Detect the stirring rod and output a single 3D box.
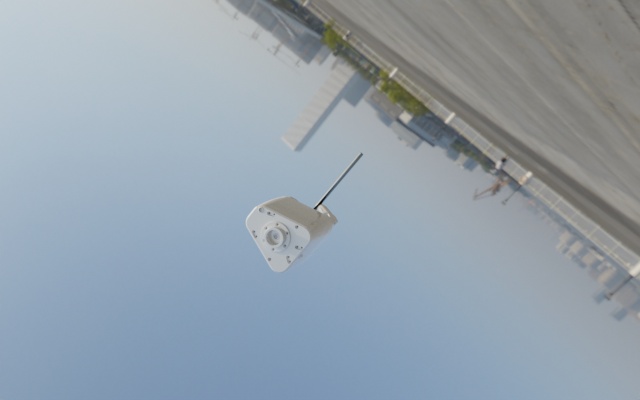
[{"bbox_3d":[0.000,0.003,0.899,0.011,0.239,0.011,36,17,-13],"label":"stirring rod"}]
